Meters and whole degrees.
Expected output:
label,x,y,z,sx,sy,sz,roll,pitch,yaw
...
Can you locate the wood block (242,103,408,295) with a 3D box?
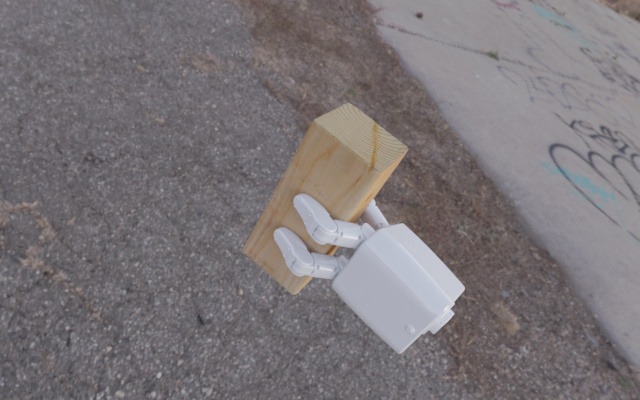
label,x,y,z,sx,sy,sz,roll,pitch,yaw
wood block,0.001,0.002,0.562,0.090,0.206,0.090,39,35,9
